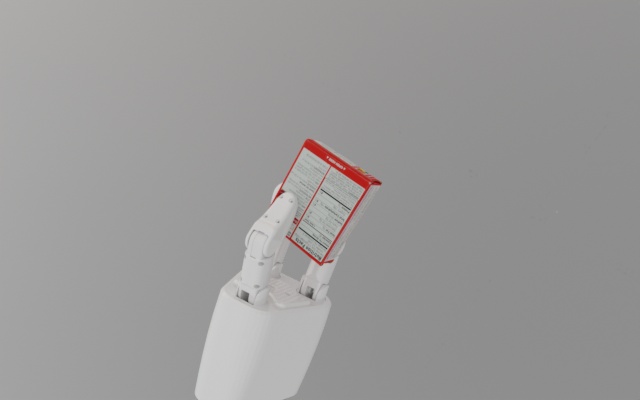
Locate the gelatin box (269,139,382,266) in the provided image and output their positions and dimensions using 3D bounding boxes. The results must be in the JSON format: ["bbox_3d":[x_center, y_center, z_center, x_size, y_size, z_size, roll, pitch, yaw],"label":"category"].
[{"bbox_3d":[0.000,0.001,0.425,0.073,0.089,0.030,36,17,22],"label":"gelatin box"}]
